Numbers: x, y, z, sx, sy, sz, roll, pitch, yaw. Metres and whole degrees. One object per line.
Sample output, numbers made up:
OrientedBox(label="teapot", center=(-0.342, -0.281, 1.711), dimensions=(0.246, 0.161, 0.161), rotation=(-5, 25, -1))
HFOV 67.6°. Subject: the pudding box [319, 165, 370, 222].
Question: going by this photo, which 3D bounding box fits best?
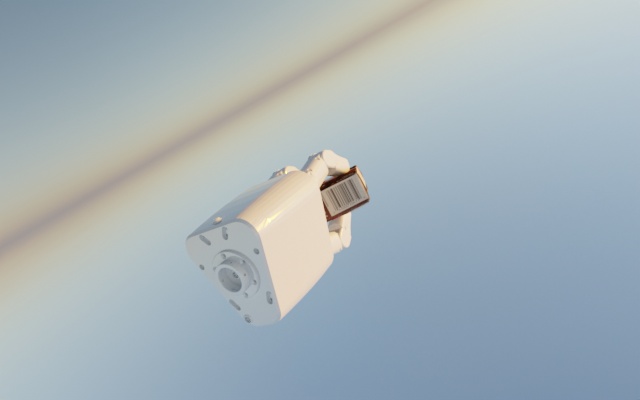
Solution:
OrientedBox(label="pudding box", center=(0.000, 0.002, 0.558), dimensions=(0.113, 0.039, 0.090), rotation=(-25, 8, 7))
